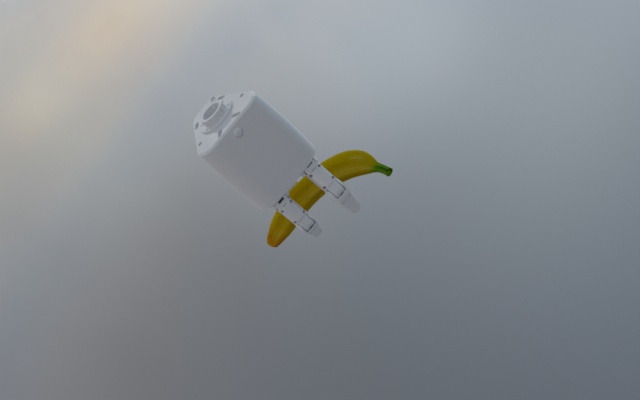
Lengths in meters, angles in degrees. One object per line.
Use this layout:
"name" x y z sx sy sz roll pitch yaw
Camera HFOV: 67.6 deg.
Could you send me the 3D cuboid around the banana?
"banana" -0.002 -0.013 0.646 0.198 0.069 0.037 -34 -45 15
